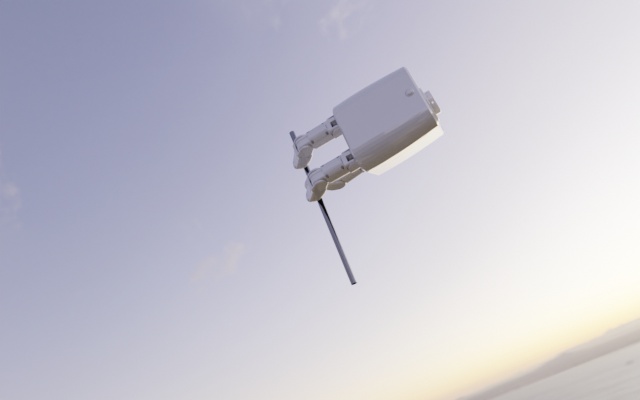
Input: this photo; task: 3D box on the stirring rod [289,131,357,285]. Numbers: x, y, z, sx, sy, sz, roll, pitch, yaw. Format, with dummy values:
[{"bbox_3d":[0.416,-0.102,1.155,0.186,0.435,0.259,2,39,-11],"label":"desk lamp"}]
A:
[{"bbox_3d":[0.000,0.002,0.639,0.011,0.239,0.011,-18,-26,-9],"label":"stirring rod"}]
